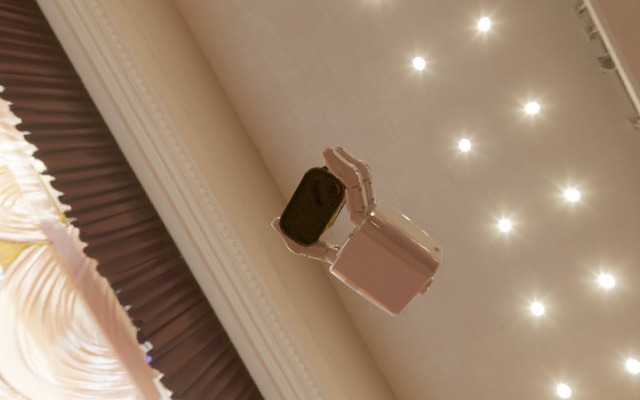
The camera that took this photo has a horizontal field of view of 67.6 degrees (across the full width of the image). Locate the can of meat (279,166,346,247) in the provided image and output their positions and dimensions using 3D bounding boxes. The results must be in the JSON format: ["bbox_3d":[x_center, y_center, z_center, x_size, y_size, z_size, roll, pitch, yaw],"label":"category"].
[{"bbox_3d":[0.000,0.002,0.635,0.057,0.102,0.084,33,18,9],"label":"can of meat"}]
